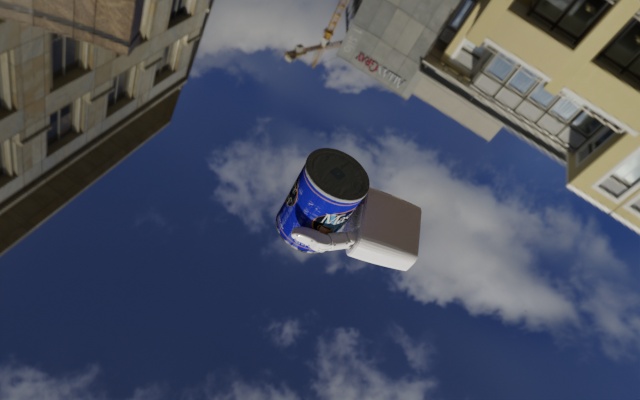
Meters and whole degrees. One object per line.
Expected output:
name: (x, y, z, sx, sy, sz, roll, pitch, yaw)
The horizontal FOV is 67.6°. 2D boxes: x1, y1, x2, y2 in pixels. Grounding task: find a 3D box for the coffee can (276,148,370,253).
coffee can: (0.000, 0.002, 0.749, 0.103, 0.102, 0.140, 0, -38, -29)
